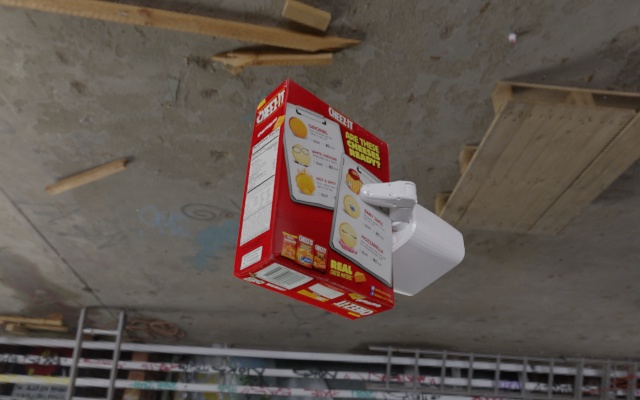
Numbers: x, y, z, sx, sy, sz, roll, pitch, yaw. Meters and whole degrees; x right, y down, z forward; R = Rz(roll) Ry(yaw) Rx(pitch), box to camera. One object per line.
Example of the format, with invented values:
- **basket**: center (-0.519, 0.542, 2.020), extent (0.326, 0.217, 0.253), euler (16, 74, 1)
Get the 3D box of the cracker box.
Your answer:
- **cracker box**: center (0.000, 0.002, 0.515), extent (0.164, 0.213, 0.072), euler (27, -40, -34)
